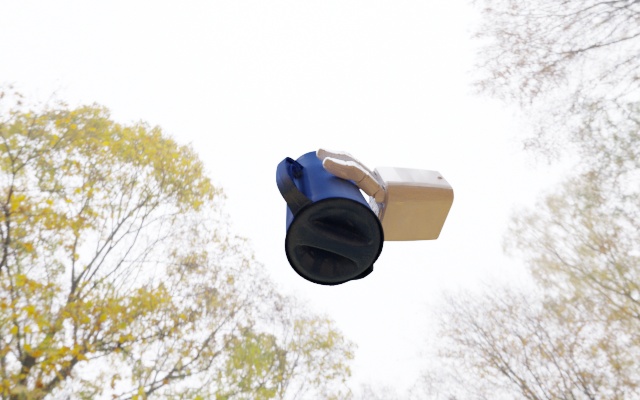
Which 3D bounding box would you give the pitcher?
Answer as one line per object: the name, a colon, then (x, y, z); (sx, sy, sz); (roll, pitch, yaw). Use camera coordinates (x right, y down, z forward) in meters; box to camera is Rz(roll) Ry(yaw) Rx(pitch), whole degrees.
pitcher: (0.000, 0.002, 0.723); (0.145, 0.149, 0.242); (1, 24, -8)
